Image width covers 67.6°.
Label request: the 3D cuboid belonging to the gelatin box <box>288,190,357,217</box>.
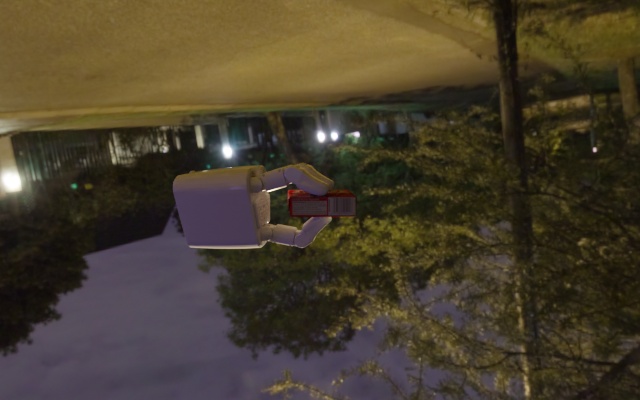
[{"bbox_3d":[0.000,0.003,0.647,0.089,0.030,0.073,0,8,-5],"label":"gelatin box"}]
